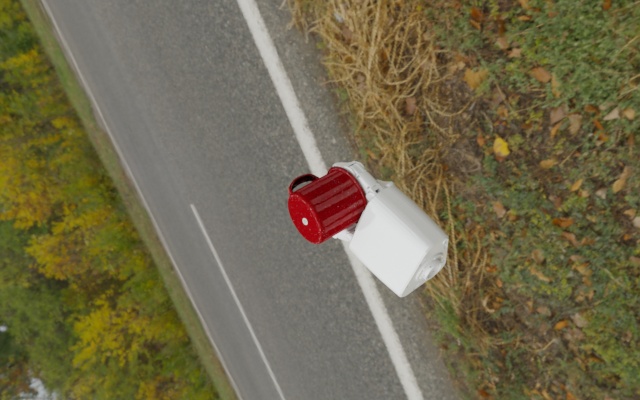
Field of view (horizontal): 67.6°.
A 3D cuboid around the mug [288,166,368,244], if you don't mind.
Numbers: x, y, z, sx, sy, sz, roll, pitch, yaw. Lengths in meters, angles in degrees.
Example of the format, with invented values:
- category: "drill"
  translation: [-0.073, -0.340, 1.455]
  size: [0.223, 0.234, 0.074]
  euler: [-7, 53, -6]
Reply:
- category: "mug"
  translation: [-0.001, 0.001, 0.686]
  size: [0.081, 0.093, 0.117]
  euler: [-29, 56, -26]
